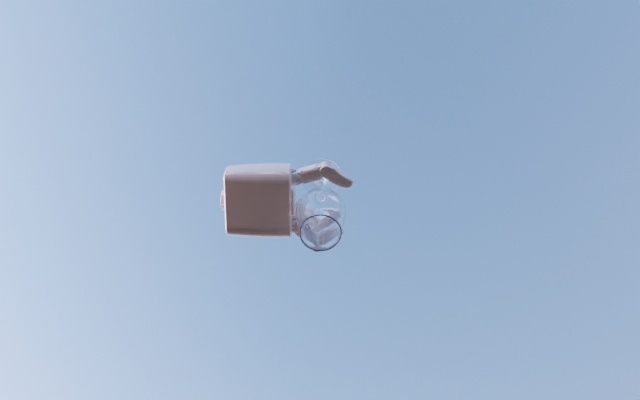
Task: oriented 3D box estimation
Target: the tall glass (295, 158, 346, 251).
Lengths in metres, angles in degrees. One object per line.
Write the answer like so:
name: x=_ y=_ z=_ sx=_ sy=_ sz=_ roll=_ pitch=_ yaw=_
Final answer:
tall glass: x=0.000 y=0.002 z=0.773 sx=0.079 sy=0.079 sz=0.201 roll=0 pitch=27 yaw=0
